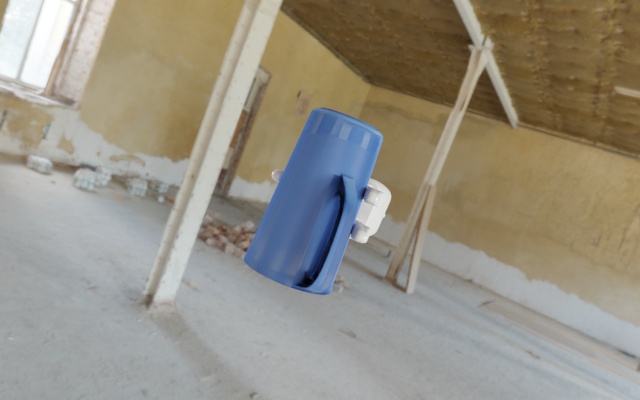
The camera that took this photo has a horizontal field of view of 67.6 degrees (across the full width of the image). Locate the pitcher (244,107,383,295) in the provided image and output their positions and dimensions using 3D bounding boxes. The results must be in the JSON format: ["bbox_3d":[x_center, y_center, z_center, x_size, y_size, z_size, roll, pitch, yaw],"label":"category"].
[{"bbox_3d":[0.000,0.002,0.664,0.149,0.243,0.145,23,4,20],"label":"pitcher"}]
